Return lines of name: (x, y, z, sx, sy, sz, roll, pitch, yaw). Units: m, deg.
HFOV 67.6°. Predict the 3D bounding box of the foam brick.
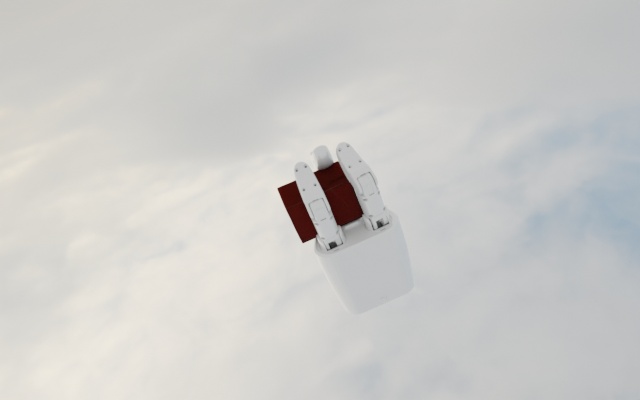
foam brick: (0.000, 0.002, 0.531, 0.078, 0.051, 0.053, -24, 32, -1)
